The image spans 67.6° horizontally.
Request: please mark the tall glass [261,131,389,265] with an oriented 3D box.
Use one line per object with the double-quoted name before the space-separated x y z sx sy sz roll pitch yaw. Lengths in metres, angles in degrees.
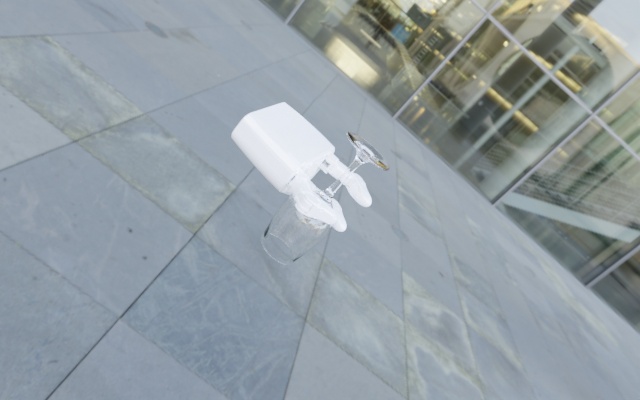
"tall glass" 0.001 0.002 0.664 0.201 0.079 0.079 -48 -21 20
